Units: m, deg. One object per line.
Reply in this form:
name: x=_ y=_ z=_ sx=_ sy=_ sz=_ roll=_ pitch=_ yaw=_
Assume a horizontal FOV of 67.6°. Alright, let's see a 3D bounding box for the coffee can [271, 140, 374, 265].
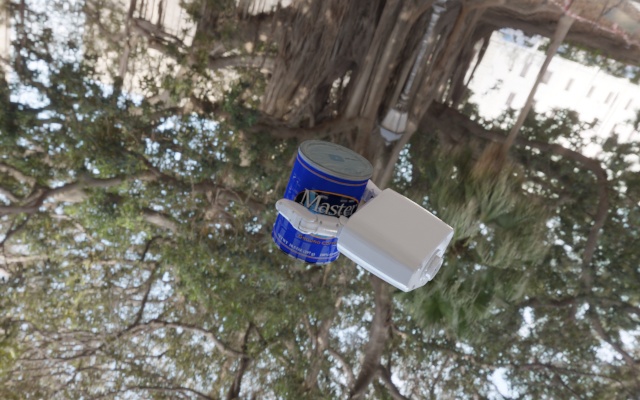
coffee can: x=0.000 y=0.002 z=0.656 sx=0.103 sy=0.140 sz=0.102 roll=16 pitch=26 yaw=-8
